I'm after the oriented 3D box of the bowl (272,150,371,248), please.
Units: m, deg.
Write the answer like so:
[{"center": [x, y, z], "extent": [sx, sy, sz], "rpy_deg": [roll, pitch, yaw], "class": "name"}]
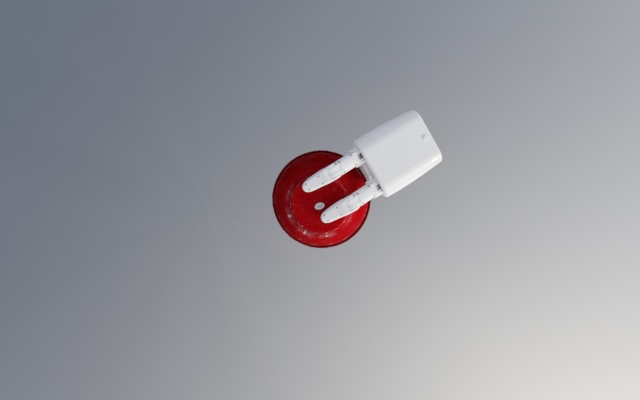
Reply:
[{"center": [-0.001, 0.003, 0.755], "extent": [0.162, 0.162, 0.055], "rpy_deg": [0, 8, 3], "class": "bowl"}]
